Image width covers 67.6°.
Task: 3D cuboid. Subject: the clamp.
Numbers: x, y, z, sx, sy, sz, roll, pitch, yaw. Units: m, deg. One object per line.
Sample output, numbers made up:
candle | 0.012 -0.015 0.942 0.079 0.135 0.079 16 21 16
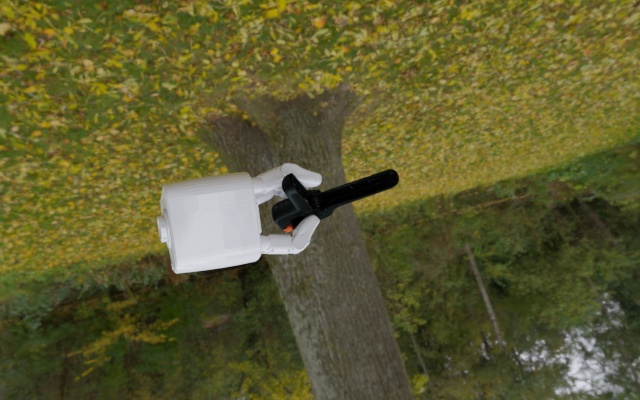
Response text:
clamp | 0.000 0.003 0.666 0.164 0.036 0.210 -5 -16 -23
